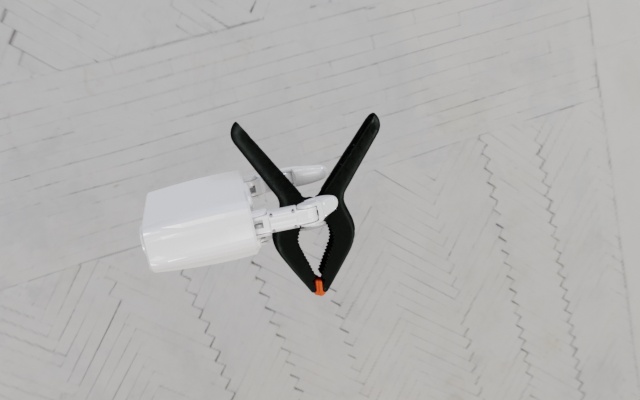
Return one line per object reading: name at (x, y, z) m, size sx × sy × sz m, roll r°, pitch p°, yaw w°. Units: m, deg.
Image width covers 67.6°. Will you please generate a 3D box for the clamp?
clamp at (0.000, 0.002, 0.539) m, size 0.164 × 0.210 × 0.036 m, roll -12°, pitch 12°, yaw -7°
